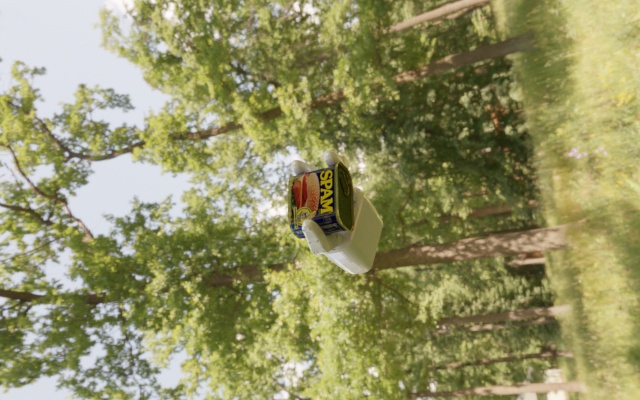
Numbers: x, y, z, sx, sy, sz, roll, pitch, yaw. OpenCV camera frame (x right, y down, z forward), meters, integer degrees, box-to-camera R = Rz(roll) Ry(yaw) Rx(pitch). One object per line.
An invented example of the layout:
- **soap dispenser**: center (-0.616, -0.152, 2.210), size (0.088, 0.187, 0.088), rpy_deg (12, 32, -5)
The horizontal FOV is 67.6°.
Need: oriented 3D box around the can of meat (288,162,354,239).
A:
- **can of meat**: center (0.000, 0.002, 0.706), size (0.084, 0.102, 0.057), rpy_deg (-13, -29, 23)
